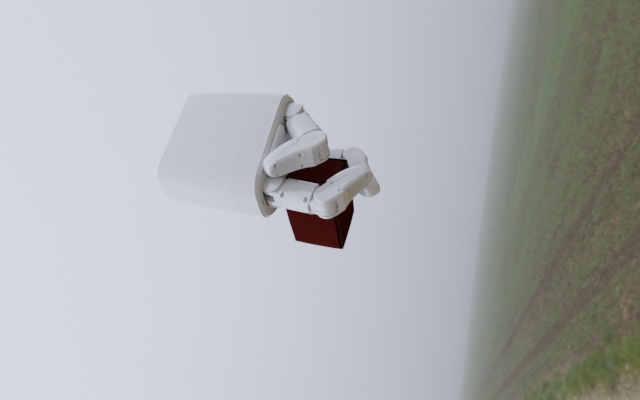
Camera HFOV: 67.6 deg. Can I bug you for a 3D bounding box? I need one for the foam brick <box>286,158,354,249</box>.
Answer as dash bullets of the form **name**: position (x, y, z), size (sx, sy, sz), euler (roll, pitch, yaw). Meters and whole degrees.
- **foam brick**: position (0.000, 0.002, 0.470), size (0.051, 0.053, 0.078), euler (6, -41, 17)
